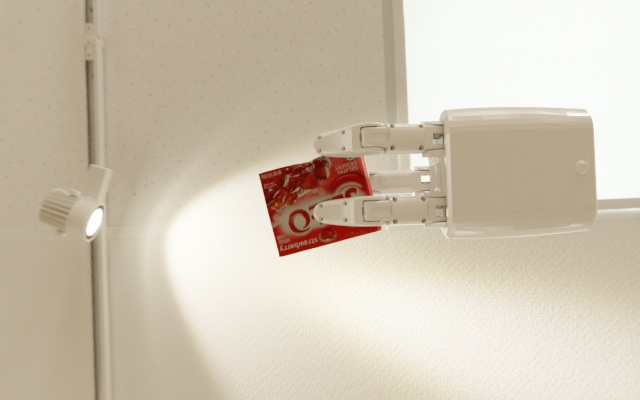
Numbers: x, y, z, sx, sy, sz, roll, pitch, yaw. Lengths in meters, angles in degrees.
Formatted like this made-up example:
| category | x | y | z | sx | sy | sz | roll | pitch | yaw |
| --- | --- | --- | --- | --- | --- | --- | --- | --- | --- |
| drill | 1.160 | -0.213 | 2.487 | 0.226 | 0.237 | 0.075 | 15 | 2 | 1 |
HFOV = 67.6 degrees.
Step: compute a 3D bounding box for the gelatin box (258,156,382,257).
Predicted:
| category | x | y | z | sx | sy | sz | roll | pitch | yaw |
| --- | --- | --- | --- | --- | --- | --- | --- | --- | --- |
| gelatin box | 0.000 | 0.001 | 0.402 | 0.089 | 0.073 | 0.030 | -15 | -3 | 9 |
